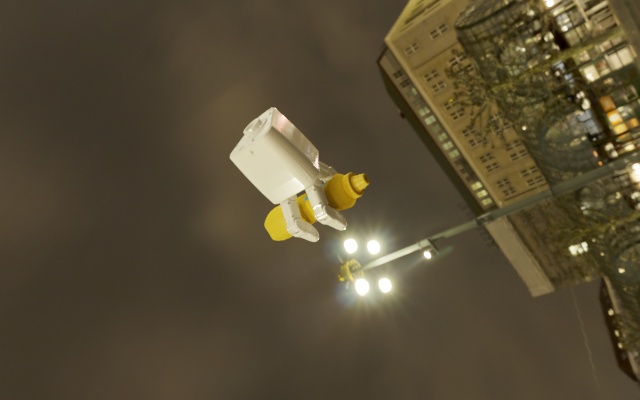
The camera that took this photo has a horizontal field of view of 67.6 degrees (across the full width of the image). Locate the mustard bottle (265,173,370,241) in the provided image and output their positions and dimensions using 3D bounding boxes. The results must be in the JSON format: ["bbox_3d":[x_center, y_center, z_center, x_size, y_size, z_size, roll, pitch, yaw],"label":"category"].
[{"bbox_3d":[0.000,0.003,0.793,0.192,0.058,0.096,-28,4,33],"label":"mustard bottle"}]
